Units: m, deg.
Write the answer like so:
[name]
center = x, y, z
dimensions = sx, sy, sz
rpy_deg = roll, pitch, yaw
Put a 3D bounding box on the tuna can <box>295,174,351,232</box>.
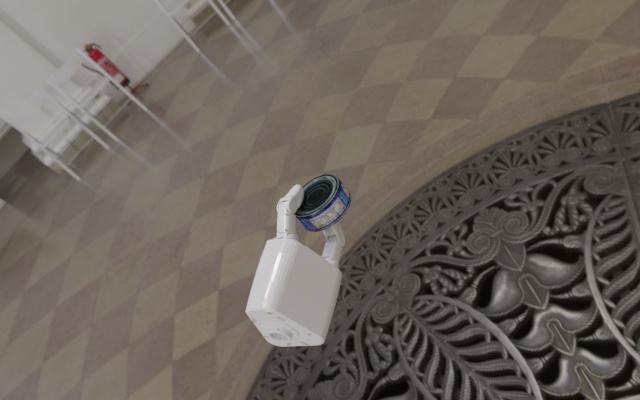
[tuna can]
center = 0.000, 0.002, 0.697
dimensions = 0.086, 0.086, 0.034
rpy_deg = 0, -41, 46
